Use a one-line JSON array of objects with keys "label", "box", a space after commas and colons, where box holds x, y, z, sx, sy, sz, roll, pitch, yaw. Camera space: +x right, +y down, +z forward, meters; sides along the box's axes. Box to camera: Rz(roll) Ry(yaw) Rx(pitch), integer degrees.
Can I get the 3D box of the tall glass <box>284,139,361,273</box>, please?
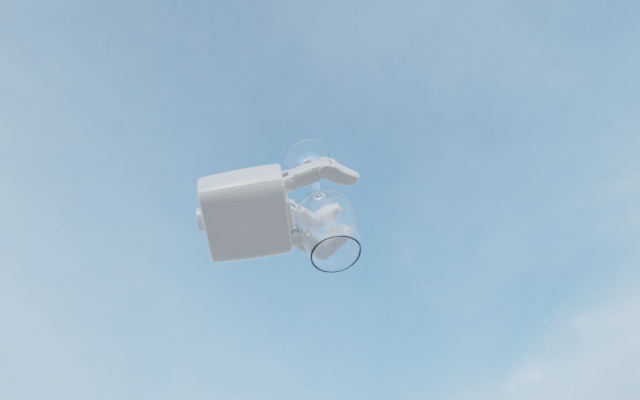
[{"label": "tall glass", "box": [0.000, 0.002, 0.636, 0.079, 0.079, 0.201, 0, 38, -14]}]
